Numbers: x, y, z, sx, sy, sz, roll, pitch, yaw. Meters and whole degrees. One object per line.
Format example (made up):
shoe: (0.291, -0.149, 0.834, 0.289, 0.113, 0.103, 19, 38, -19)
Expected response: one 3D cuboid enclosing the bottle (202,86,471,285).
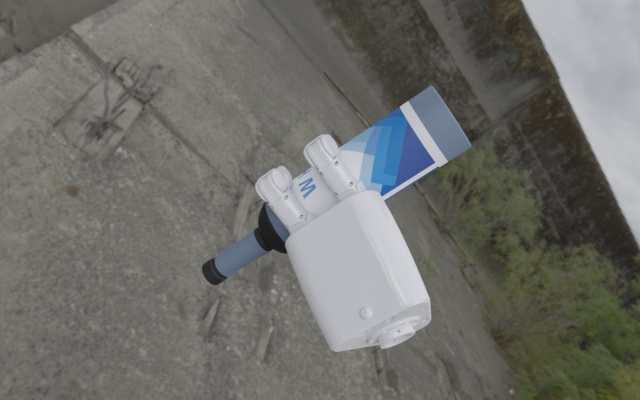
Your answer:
bottle: (0.000, 0.001, 0.471, 0.296, 0.069, 0.069, -33, -10, 16)
